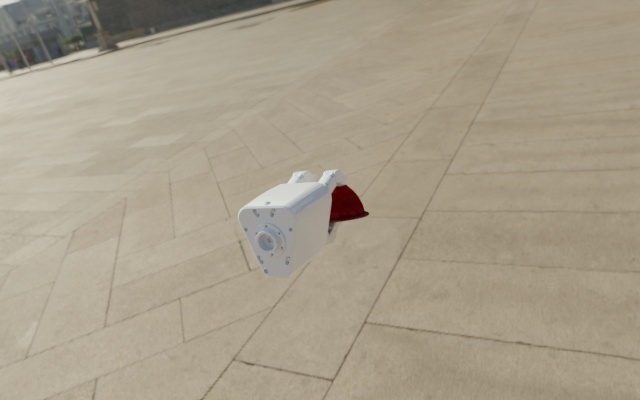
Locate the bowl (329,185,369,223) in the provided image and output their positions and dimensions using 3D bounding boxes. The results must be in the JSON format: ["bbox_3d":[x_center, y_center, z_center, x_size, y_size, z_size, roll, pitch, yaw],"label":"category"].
[{"bbox_3d":[0.000,0.002,0.808,0.162,0.055,0.162,-4,4,0],"label":"bowl"}]
